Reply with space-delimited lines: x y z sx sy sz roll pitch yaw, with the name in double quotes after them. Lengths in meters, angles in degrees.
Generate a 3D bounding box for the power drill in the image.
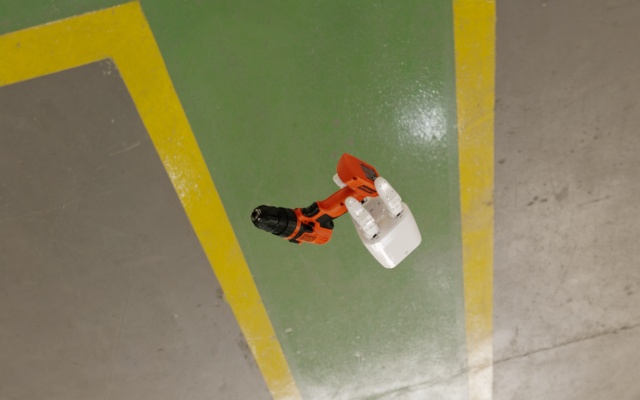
0.001 0.002 0.792 0.188 0.057 0.184 -37 -31 25 "power drill"
